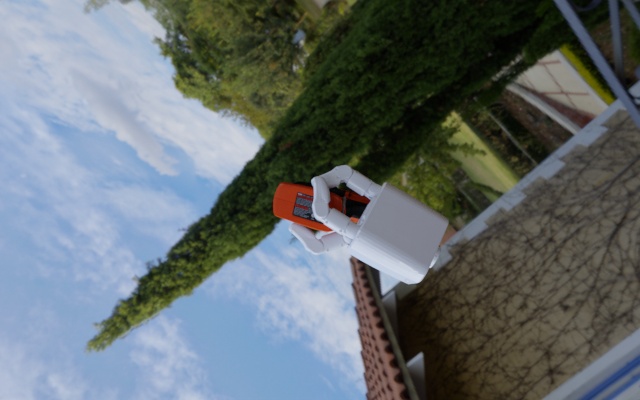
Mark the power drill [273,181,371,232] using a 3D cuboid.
[{"bbox_3d":[0.000,0.003,0.766,0.184,0.057,0.187,13,7,22],"label":"power drill"}]
